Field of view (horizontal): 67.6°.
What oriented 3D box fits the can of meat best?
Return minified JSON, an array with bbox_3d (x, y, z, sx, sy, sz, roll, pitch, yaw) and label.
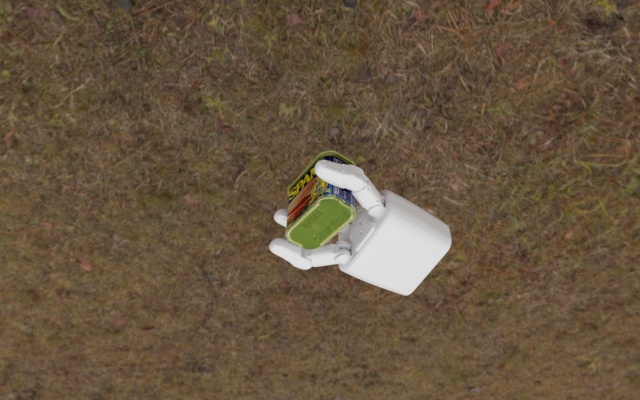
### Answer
[{"bbox_3d":[0.000,0.002,0.599,0.057,0.083,0.102,29,-52,-24],"label":"can of meat"}]
